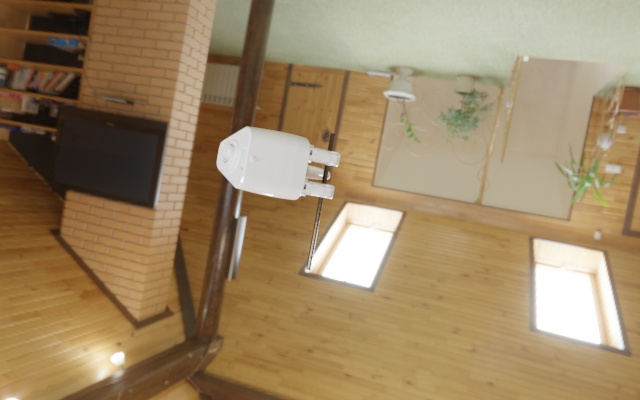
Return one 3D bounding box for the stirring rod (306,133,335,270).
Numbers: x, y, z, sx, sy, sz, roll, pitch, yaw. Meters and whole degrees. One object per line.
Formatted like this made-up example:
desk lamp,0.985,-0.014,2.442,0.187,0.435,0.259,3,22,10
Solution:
stirring rod,0.000,0.003,0.828,0.011,0.239,0.011,10,2,0
